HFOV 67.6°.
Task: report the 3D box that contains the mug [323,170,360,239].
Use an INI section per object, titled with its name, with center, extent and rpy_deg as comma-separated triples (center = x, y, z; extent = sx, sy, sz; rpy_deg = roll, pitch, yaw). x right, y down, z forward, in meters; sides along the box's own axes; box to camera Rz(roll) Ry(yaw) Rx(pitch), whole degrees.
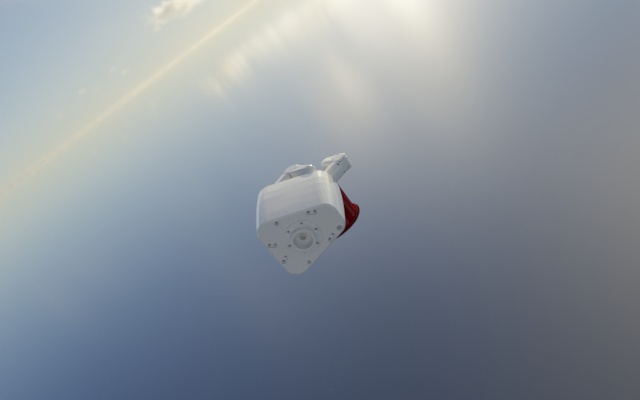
[mug]
center = 0.000, 0.002, 0.761
extent = 0.093, 0.081, 0.117
rpy_deg = -33, 23, 9
